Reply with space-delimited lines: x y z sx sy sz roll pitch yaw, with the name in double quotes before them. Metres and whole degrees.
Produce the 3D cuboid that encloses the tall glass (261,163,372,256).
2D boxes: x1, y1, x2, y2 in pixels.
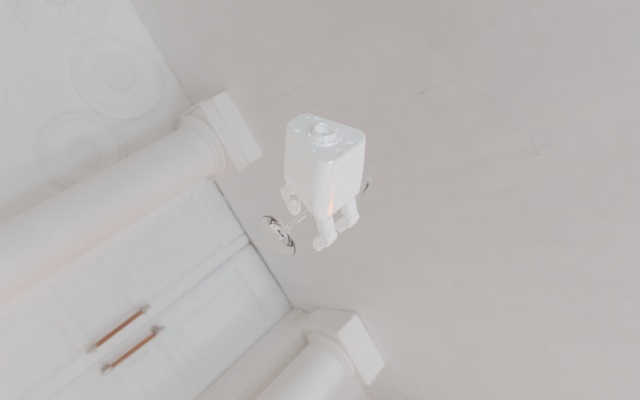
"tall glass" 0.000 0.003 0.781 0.201 0.079 0.079 -38 23 -33
